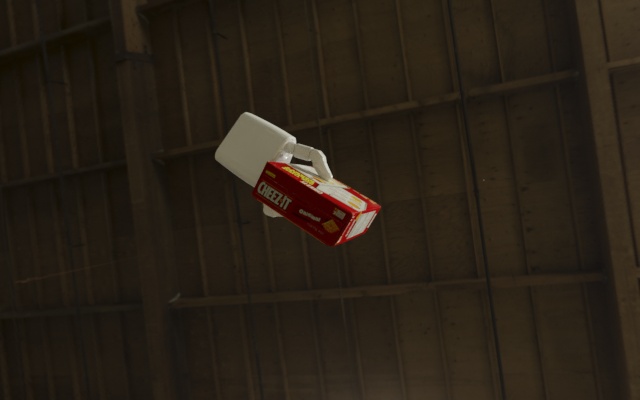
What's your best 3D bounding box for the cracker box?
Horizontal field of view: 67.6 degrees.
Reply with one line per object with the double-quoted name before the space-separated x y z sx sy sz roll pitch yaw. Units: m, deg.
"cracker box" 0.000 0.003 0.835 0.164 0.072 0.213 31 12 15
